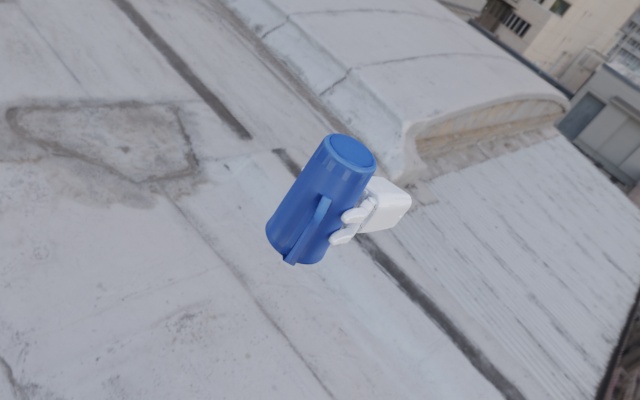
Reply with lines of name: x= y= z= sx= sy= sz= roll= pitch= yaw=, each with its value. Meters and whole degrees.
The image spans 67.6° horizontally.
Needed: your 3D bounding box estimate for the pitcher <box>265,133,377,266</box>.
pitcher: x=0.000 y=0.003 z=0.892 sx=0.145 sy=0.243 sz=0.149 roll=-1 pitch=46 yaw=-41
